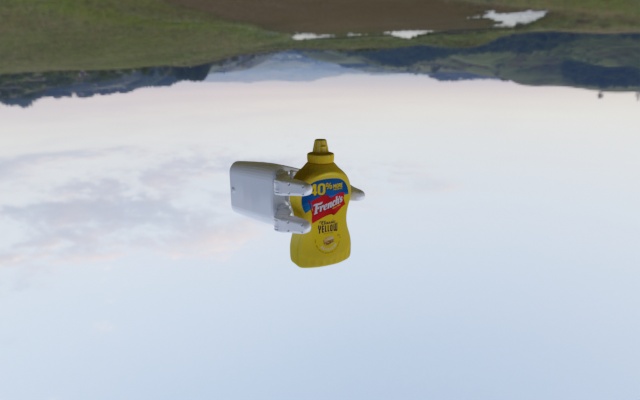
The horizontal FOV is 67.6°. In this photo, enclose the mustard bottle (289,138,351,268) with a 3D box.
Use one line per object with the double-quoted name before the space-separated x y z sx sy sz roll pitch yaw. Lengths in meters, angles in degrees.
"mustard bottle" 0.000 0.003 0.725 0.096 0.192 0.058 -7 16 -25
